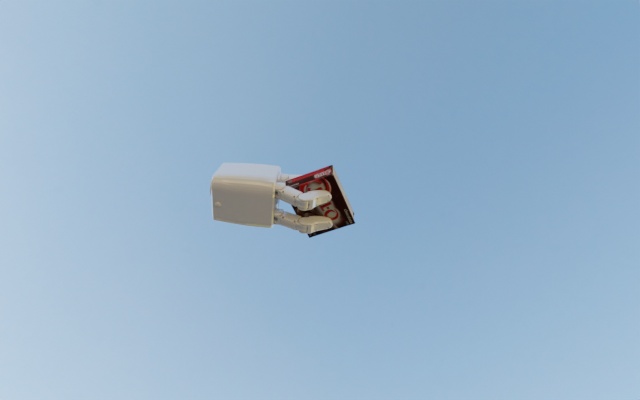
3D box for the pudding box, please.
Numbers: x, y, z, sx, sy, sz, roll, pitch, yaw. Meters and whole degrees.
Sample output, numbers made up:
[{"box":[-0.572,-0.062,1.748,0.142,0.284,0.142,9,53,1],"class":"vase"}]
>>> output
[{"box":[0.000,0.003,0.832,0.090,0.114,0.039,-18,34,14],"class":"pudding box"}]
